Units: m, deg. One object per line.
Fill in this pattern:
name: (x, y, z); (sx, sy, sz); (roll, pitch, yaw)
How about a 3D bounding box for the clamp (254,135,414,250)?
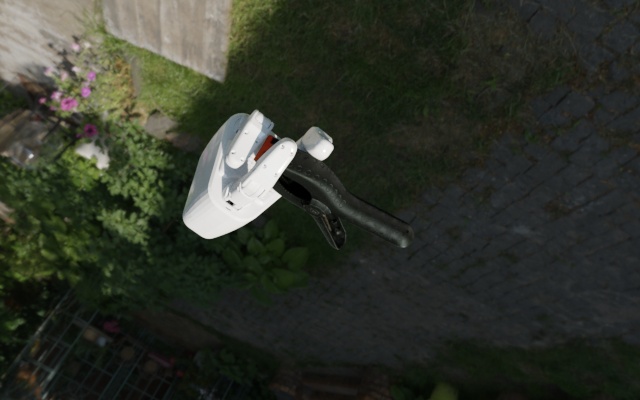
clamp: (0.000, 0.002, 0.487); (0.171, 0.039, 0.120); (38, -32, -17)
